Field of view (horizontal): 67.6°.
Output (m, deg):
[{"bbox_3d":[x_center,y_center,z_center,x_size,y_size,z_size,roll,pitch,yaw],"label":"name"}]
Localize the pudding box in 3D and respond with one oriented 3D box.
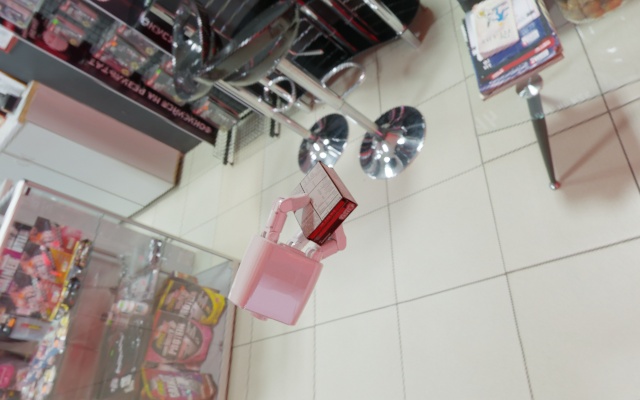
[{"bbox_3d":[0.000,0.002,0.754,0.039,0.090,0.113,29,20,-39],"label":"pudding box"}]
